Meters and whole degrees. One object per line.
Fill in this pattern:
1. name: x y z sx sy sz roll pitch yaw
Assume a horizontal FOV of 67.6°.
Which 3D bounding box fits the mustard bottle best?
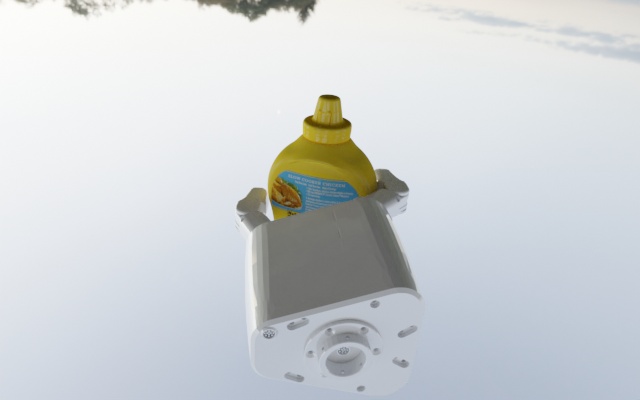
1. mustard bottle: 0.000 0.001 0.427 0.096 0.192 0.058 12 29 13
